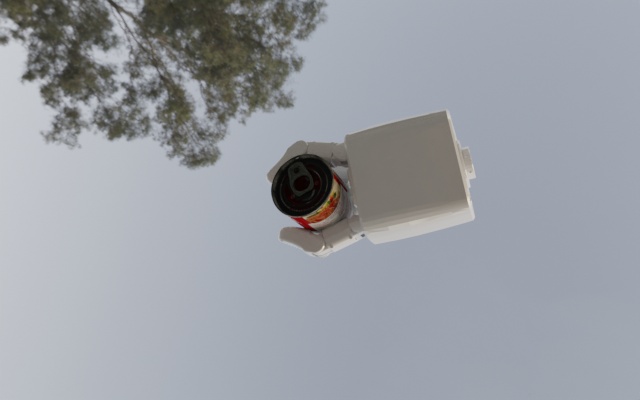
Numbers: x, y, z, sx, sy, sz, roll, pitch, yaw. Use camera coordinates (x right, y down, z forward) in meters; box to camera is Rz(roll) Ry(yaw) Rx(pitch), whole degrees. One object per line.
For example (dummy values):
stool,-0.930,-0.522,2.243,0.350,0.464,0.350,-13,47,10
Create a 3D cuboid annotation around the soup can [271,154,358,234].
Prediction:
soup can,0.000,0.002,0.516,0.068,0.068,0.102,0,-20,24
